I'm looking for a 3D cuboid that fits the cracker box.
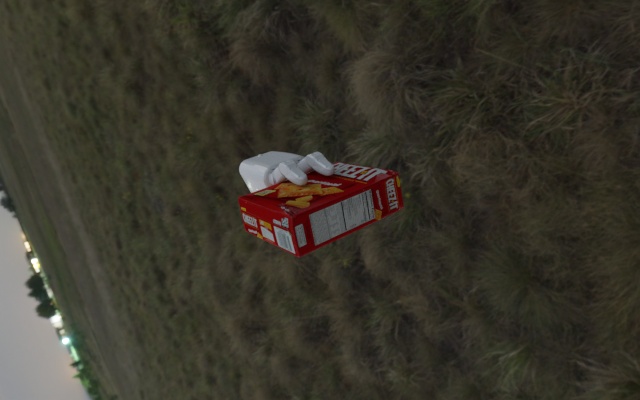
[{"bbox_3d":[0.000,0.003,0.775,0.213,0.072,0.164,-23,23,-31],"label":"cracker box"}]
